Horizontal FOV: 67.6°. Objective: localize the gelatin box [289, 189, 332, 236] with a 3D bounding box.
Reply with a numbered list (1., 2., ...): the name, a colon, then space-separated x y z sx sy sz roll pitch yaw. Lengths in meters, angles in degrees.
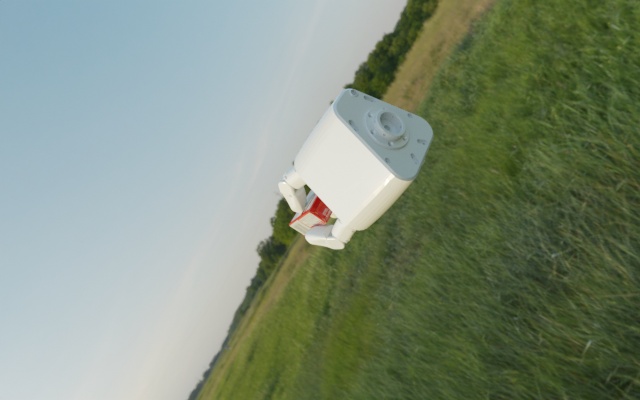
1. gelatin box: 0.000 0.002 0.621 0.030 0.073 0.089 35 -24 -9
